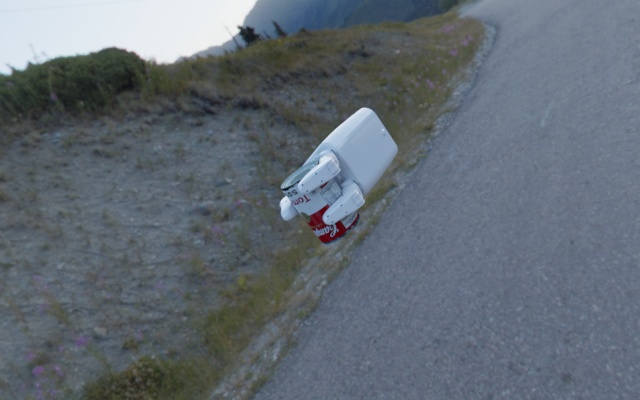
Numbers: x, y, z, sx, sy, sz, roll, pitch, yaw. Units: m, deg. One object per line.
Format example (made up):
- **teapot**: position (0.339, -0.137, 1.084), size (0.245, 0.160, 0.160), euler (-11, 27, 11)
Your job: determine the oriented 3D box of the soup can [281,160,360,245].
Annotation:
- **soup can**: position (0.000, 0.002, 0.674), size (0.068, 0.102, 0.068), euler (-34, 16, 11)
